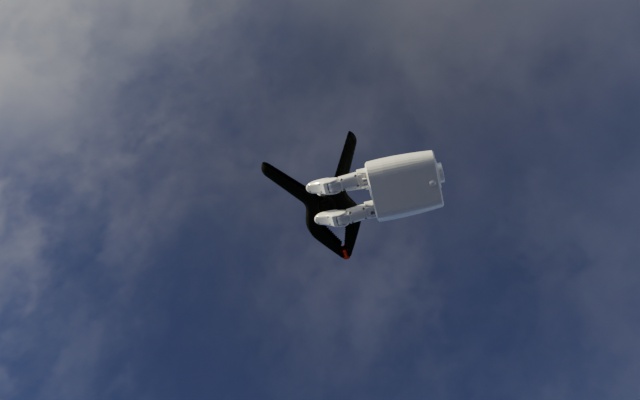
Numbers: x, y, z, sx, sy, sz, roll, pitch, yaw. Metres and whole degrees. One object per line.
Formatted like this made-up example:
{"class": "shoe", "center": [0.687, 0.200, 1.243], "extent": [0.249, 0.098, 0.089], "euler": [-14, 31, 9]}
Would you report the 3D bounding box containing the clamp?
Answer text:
{"class": "clamp", "center": [0.001, 0.003, 0.798], "extent": [0.164, 0.210, 0.036], "euler": [-11, 16, 13]}
